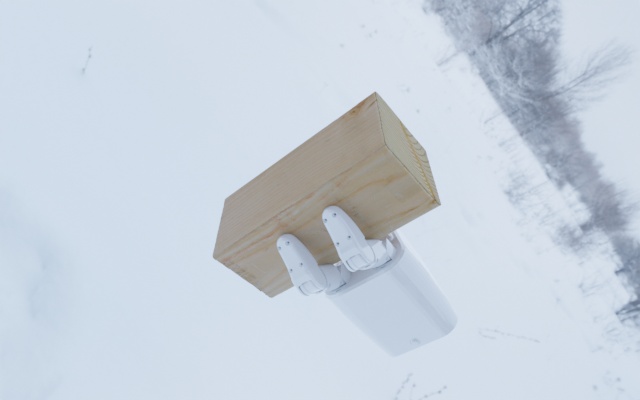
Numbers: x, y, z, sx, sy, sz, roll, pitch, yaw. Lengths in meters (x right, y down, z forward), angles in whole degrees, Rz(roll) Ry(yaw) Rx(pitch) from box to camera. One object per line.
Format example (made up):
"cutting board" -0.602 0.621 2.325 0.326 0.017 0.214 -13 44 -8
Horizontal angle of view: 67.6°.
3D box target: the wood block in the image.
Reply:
"wood block" 0.000 0.002 0.474 0.206 0.090 0.090 -32 -57 25
